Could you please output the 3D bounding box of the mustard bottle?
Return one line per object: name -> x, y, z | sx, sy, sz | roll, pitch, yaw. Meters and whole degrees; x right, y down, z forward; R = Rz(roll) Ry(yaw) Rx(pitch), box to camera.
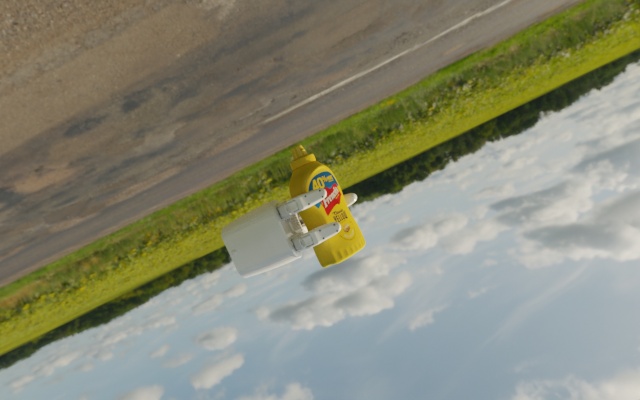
mustard bottle -> 0.001, 0.003, 0.757 | 0.058, 0.191, 0.096 | -24, 0, 41
